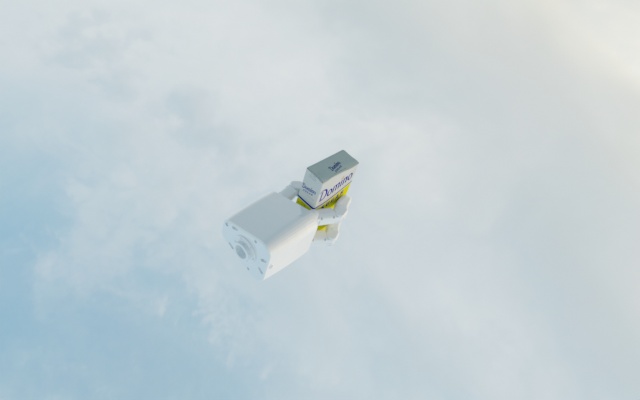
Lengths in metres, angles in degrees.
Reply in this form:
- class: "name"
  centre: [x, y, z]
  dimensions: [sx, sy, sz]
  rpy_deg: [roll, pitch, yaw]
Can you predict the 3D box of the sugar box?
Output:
- class: "sugar box"
  centre: [0.000, 0.003, 0.825]
  dimensions: [0.048, 0.176, 0.093]
  rpy_deg: [43, 49, 20]
